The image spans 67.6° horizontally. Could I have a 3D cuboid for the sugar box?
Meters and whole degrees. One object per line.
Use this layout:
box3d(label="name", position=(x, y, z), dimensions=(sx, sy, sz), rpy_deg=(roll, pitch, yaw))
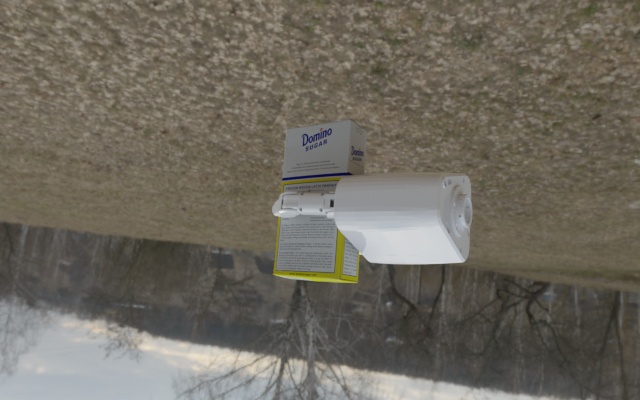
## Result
box3d(label="sugar box", position=(0.000, 0.002, 0.544), dimensions=(0.093, 0.176, 0.048), rpy_deg=(-2, -15, 33))
